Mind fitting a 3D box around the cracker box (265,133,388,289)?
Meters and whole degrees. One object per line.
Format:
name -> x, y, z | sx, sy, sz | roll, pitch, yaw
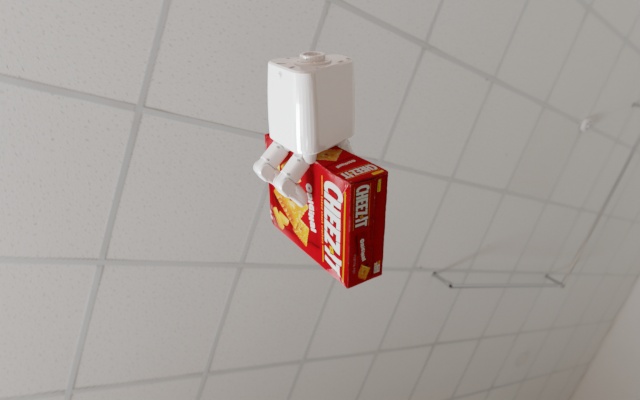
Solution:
cracker box -> 0.000, 0.002, 0.696 | 0.072, 0.164, 0.213 | -19, 33, -29
